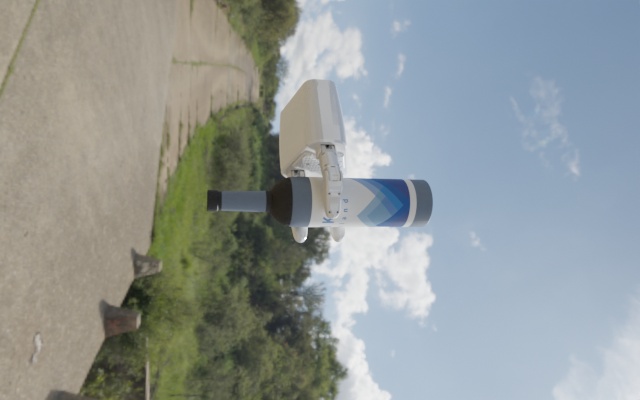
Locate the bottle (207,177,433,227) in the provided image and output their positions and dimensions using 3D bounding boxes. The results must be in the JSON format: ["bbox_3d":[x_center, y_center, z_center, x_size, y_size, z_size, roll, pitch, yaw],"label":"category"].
[{"bbox_3d":[0.000,0.002,0.637,0.296,0.069,0.069,1,0,-13],"label":"bottle"}]
